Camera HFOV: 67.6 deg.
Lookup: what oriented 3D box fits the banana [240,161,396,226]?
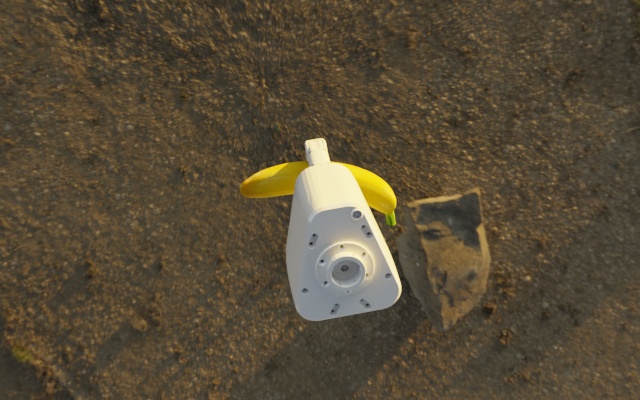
[{"bbox_3d":[0.009,-0.014,0.555,0.198,0.070,0.037,13,25,-12],"label":"banana"}]
